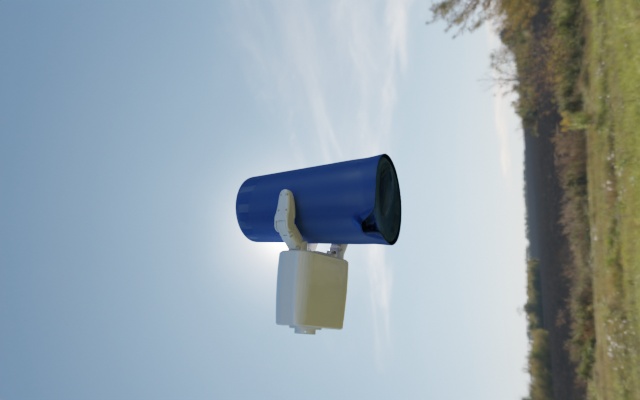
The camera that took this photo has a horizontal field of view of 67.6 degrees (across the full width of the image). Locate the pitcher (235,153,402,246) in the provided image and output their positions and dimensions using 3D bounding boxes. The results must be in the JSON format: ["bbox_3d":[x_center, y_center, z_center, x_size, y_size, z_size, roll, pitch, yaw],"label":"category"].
[{"bbox_3d":[0.000,0.003,0.743,0.243,0.145,0.149,-4,-19,24],"label":"pitcher"}]
